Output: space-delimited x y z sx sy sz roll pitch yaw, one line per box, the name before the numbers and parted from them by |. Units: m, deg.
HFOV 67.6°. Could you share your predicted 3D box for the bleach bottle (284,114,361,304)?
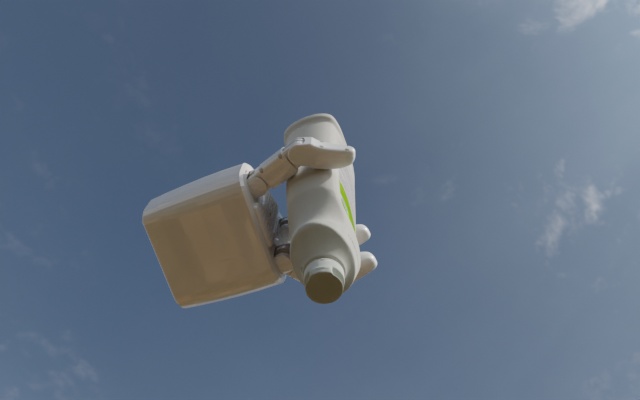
bleach bottle | 0.000 0.002 0.456 0.068 0.103 0.250 -19 25 9
